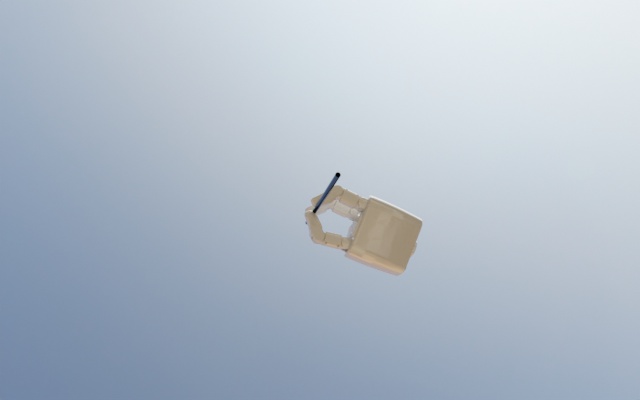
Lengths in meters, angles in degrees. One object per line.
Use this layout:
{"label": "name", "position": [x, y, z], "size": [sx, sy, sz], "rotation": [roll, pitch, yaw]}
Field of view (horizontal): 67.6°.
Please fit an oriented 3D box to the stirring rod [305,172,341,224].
{"label": "stirring rod", "position": [0.000, 0.003, 0.792], "size": [0.011, 0.011, 0.240], "rotation": [0, -19, -13]}
